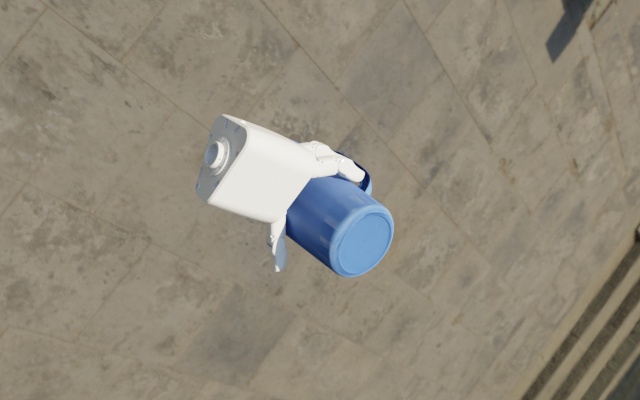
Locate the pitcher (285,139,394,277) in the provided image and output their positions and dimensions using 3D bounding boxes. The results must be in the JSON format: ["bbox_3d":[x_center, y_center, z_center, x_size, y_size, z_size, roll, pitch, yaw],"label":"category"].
[{"bbox_3d":[0.000,0.002,0.705,0.145,0.149,0.242,20,11,-42],"label":"pitcher"}]
